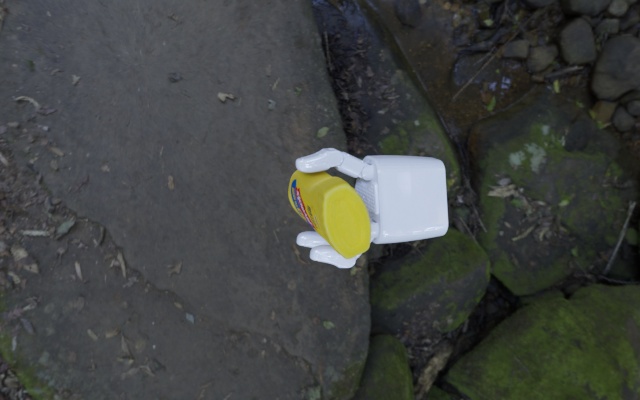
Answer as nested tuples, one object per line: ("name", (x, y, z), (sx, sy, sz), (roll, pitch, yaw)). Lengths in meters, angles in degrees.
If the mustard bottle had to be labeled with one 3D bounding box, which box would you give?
("mustard bottle", (0.000, 0.002, 0.639), (0.058, 0.096, 0.191), (-26, 23, -12))
